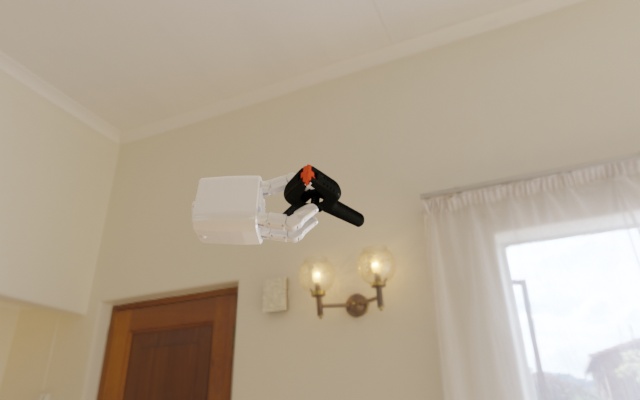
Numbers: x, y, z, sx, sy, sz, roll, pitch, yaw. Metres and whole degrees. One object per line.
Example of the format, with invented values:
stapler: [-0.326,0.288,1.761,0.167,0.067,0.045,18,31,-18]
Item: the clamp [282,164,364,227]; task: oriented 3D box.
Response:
clamp: [0.000,0.002,0.819,0.164,0.036,0.210,0,-26,-1]
